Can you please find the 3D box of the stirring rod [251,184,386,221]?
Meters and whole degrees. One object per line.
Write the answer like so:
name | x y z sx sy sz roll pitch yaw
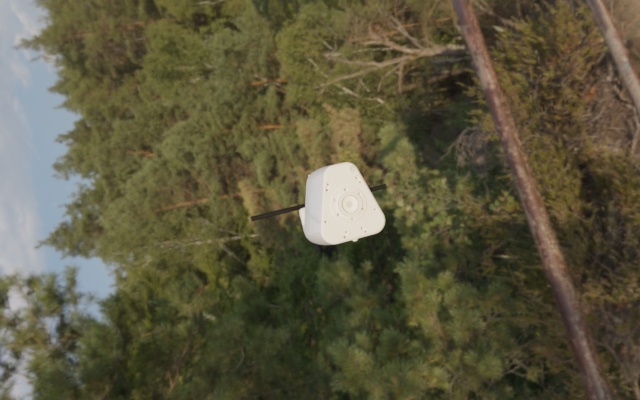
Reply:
stirring rod | 0.000 0.003 0.812 0.239 0.011 0.011 -14 3 -12
